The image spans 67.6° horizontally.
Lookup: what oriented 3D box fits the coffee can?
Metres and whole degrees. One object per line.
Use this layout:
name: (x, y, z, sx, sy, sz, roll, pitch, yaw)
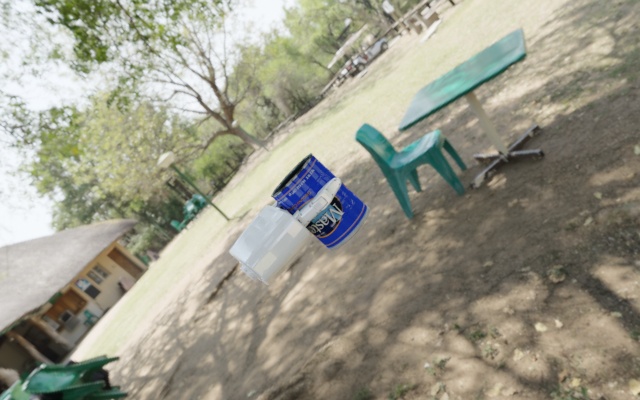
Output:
coffee can: (0.000, 0.003, 0.825, 0.140, 0.103, 0.103, 43, -10, -11)
